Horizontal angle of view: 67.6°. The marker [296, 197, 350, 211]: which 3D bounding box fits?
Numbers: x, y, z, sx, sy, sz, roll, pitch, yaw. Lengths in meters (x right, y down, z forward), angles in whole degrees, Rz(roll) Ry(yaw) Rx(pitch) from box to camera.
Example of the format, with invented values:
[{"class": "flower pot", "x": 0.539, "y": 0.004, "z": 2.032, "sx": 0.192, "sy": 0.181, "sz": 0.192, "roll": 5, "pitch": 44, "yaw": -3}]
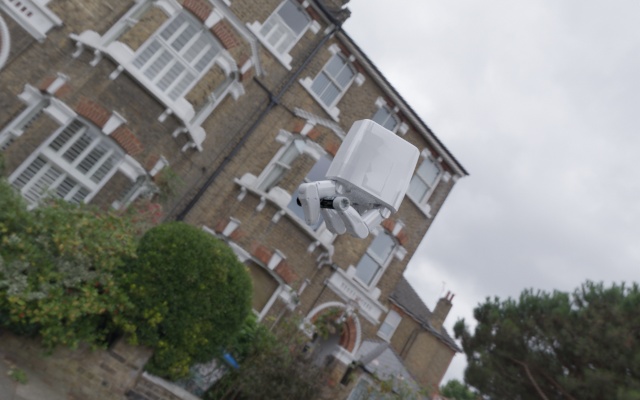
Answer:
[{"class": "marker", "x": 0.000, "y": 0.002, "z": 0.698, "sx": 0.020, "sy": 0.020, "sz": 0.121, "roll": 0, "pitch": 2, "yaw": -33}]
